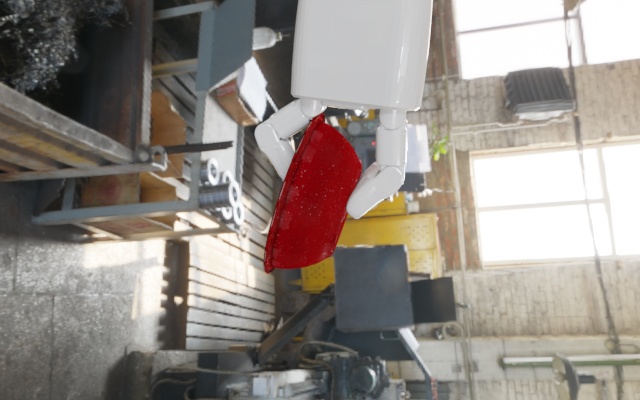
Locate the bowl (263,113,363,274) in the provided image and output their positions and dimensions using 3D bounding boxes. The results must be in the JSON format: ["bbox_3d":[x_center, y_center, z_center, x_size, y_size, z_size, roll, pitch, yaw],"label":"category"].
[{"bbox_3d":[0.000,0.003,0.458,0.055,0.162,0.162,19,2,5],"label":"bowl"}]
